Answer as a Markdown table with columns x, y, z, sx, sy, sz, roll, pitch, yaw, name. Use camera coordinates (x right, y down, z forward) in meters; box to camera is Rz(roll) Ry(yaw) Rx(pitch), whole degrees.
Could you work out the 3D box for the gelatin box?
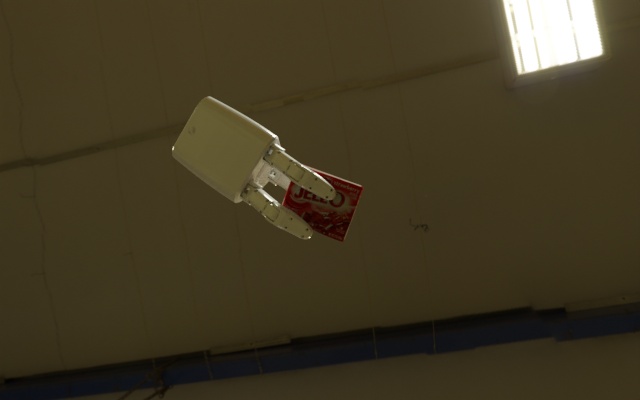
| x | y | z | sx | sy | sz | roll | pitch | yaw | name |
| --- | --- | --- | --- | --- | --- | --- | --- | --- | --- |
| 0.000 | 0.002 | 0.598 | 0.089 | 0.073 | 0.030 | 20 | 7 | 3 | gelatin box |
